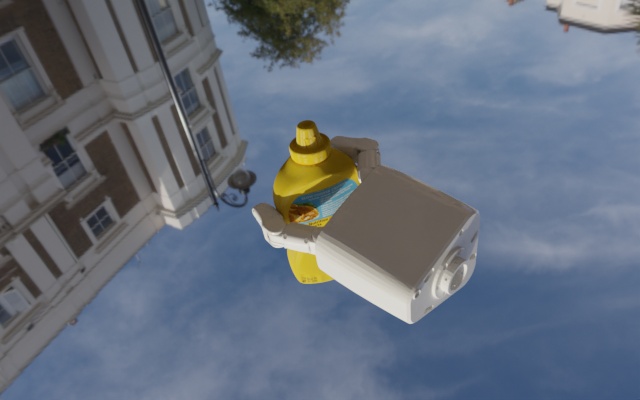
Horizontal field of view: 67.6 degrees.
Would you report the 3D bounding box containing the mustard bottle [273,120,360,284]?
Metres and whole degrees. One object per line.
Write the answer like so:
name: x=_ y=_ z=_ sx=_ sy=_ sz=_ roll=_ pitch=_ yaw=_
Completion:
mustard bottle: x=0.000 y=0.002 z=0.510 sx=0.096 sy=0.192 sz=0.058 roll=-20 pitch=40 yaw=-11
